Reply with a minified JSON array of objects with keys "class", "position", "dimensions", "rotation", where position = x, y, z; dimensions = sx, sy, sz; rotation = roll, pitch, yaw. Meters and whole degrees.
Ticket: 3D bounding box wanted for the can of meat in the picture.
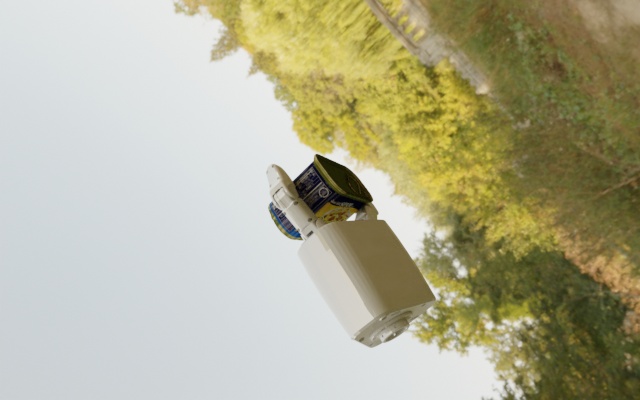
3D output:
[{"class":"can of meat","position":[0.000,0.002,0.549],"dimensions":[0.084,0.057,0.102],"rotation":[-43,-25,17]}]
